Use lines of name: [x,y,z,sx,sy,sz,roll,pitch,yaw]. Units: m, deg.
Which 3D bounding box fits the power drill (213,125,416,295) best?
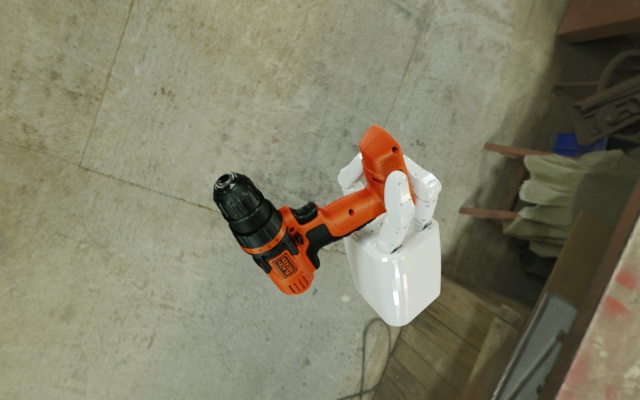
power drill: [0.001,0.002,0.498,0.187,0.185,0.057,-32,47,-4]
